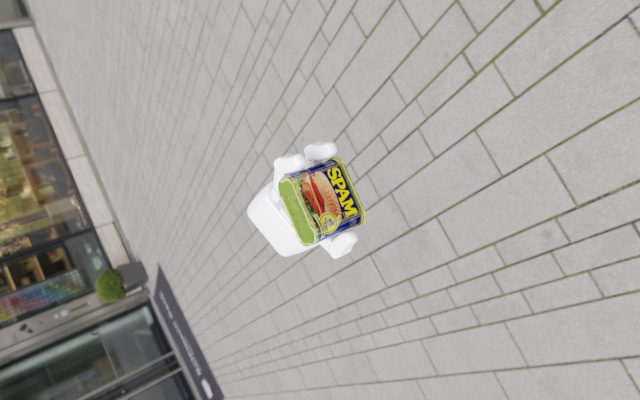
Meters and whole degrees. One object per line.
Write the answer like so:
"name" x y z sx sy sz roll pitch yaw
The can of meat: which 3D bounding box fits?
"can of meat" 0.000 0.002 0.641 0.084 0.102 0.057 -22 -3 -30
